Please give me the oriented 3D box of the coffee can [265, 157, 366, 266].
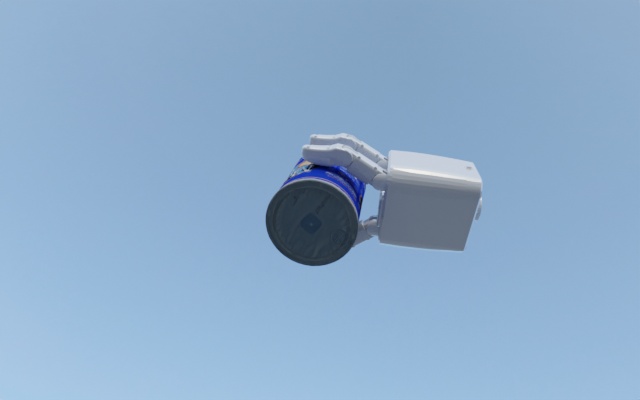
[{"bbox_3d":[0.000,0.002,0.582,0.103,0.103,0.140,0,21,9],"label":"coffee can"}]
